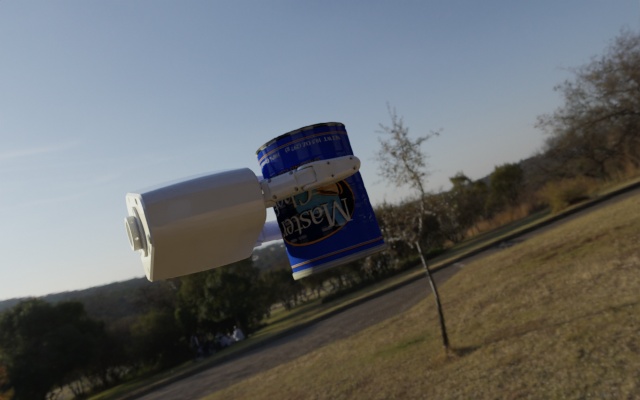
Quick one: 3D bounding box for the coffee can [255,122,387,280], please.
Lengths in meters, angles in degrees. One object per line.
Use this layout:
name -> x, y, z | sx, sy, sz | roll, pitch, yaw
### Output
coffee can -> 0.000, 0.002, 0.508 | 0.103, 0.140, 0.103 | -18, -7, -2
